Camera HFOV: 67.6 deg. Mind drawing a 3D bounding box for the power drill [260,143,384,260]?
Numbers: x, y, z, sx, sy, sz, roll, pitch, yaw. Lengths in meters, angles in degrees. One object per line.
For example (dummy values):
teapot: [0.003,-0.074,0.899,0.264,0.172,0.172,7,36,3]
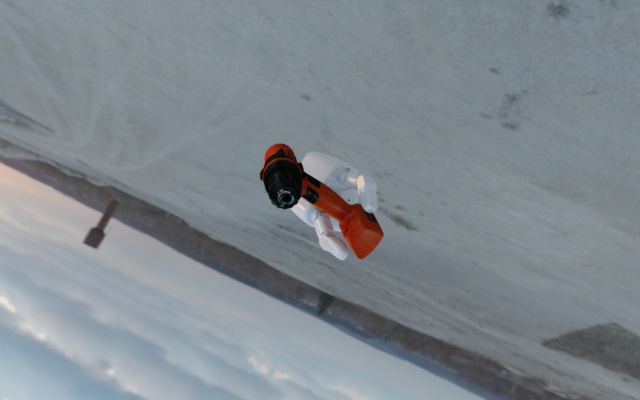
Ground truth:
power drill: [0.000,0.002,0.662,0.188,0.057,0.184,38,14,-19]
